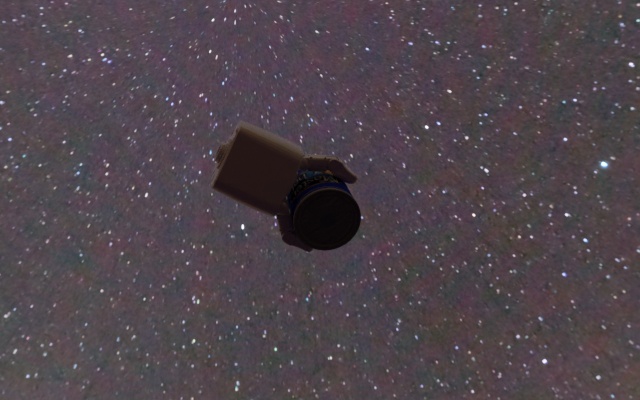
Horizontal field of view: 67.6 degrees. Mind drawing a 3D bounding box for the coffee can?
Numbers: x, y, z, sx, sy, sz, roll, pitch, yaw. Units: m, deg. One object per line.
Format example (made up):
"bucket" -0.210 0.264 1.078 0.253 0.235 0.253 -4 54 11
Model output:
"coffee can" 0.000 0.003 0.776 0.103 0.103 0.140 0 24 -10
